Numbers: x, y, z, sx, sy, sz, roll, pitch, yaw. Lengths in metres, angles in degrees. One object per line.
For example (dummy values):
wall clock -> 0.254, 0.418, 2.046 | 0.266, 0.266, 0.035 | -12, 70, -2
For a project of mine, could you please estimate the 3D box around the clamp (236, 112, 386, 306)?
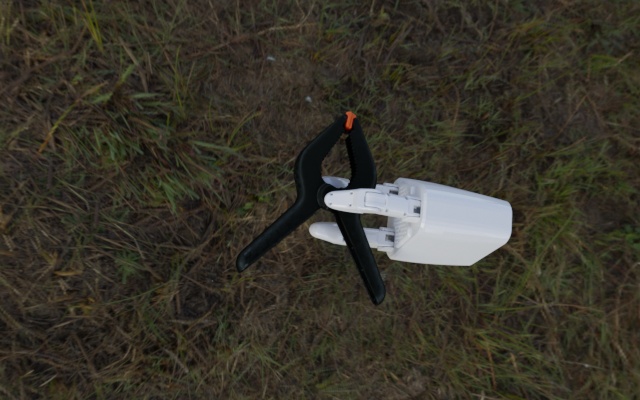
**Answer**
clamp -> 0.001, 0.001, 0.525 | 0.164, 0.210, 0.036 | 8, -11, -10
